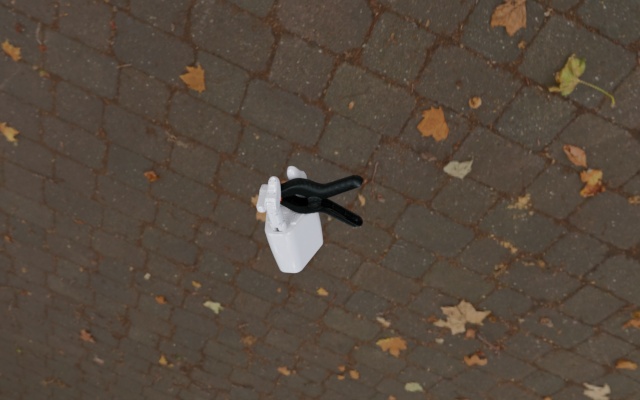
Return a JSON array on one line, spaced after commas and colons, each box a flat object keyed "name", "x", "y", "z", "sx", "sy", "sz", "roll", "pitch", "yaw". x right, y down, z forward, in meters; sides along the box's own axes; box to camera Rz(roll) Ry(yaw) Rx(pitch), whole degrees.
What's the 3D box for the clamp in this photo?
[{"name": "clamp", "x": 0.000, "y": 0.003, "z": 0.860, "sx": 0.171, "sy": 0.120, "sz": 0.039, "roll": 2, "pitch": 40, "yaw": 18}]
